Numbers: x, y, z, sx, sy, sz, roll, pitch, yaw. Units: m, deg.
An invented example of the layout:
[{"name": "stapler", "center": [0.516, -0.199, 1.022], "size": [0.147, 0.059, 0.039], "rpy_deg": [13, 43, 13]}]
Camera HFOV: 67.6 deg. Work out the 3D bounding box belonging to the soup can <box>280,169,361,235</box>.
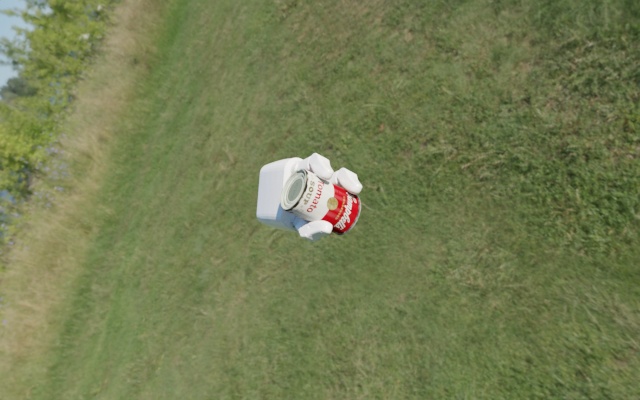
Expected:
[{"name": "soup can", "center": [0.000, 0.002, 0.709], "size": [0.102, 0.068, 0.068], "rpy_deg": [26, -13, -29]}]
